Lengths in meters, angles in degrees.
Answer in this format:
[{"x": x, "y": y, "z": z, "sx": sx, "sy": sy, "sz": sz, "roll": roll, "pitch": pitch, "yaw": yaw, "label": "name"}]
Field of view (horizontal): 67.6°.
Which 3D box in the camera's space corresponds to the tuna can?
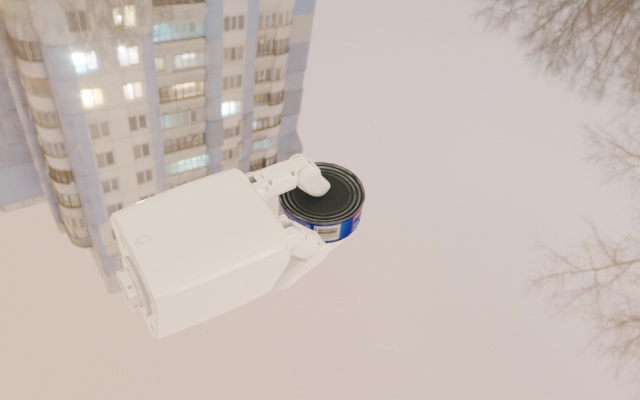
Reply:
[{"x": 0.000, "y": 0.002, "z": 0.478, "sx": 0.086, "sy": 0.086, "sz": 0.034, "roll": 0, "pitch": -44, "yaw": -5, "label": "tuna can"}]
